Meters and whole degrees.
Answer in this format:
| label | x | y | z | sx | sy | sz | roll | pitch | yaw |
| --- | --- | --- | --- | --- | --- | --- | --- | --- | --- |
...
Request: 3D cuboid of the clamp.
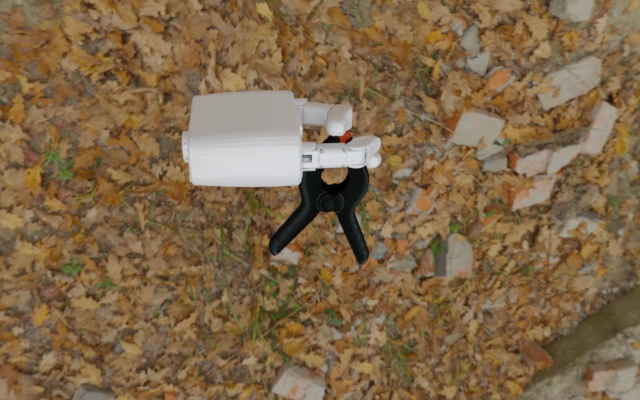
| label | x | y | z | sx | sy | sz | roll | pitch | yaw |
| --- | --- | --- | --- | --- | --- | --- | --- | --- | --- |
| clamp | 0.000 | 0.002 | 0.542 | 0.120 | 0.171 | 0.039 | -3 | 25 | -8 |
